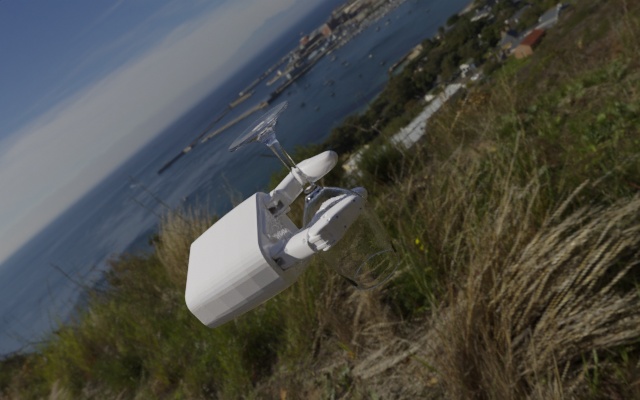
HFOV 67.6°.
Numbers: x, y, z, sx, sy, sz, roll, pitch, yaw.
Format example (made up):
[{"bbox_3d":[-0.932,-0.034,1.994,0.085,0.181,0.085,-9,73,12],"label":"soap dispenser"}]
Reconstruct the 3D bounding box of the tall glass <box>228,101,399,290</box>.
[{"bbox_3d":[0.000,0.001,0.486,0.079,0.201,0.079,-35,18,13],"label":"tall glass"}]
